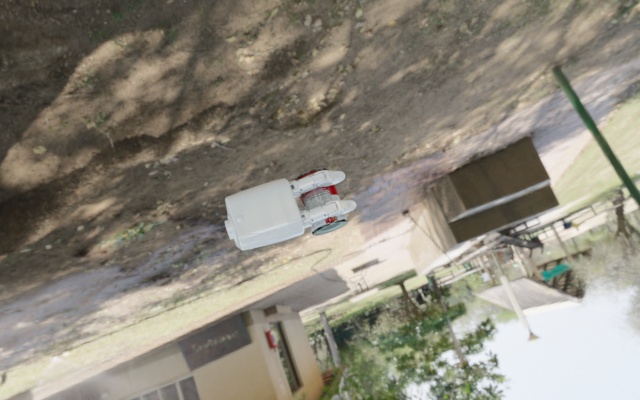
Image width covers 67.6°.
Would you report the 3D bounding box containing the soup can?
[{"bbox_3d":[0.001,0.003,0.834,0.068,0.102,0.068,-19,-14,-5],"label":"soup can"}]
